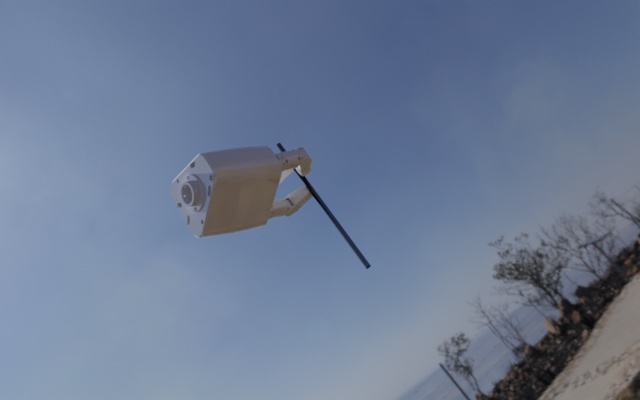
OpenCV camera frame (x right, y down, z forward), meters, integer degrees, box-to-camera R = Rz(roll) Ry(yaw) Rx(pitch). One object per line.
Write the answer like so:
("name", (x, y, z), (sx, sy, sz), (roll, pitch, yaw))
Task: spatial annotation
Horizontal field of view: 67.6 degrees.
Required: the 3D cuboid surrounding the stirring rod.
("stirring rod", (0.000, 0.002, 0.701), (0.011, 0.239, 0.011), (-30, -23, -14))
